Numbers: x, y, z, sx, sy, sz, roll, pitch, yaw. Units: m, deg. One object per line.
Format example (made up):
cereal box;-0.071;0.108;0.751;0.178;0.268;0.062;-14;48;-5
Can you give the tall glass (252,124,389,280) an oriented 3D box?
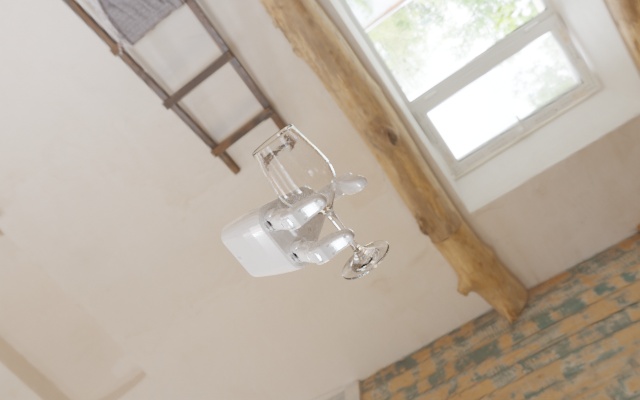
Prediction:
tall glass;0.001;0.002;0.601;0.079;0.201;0.079;-35;15;11
